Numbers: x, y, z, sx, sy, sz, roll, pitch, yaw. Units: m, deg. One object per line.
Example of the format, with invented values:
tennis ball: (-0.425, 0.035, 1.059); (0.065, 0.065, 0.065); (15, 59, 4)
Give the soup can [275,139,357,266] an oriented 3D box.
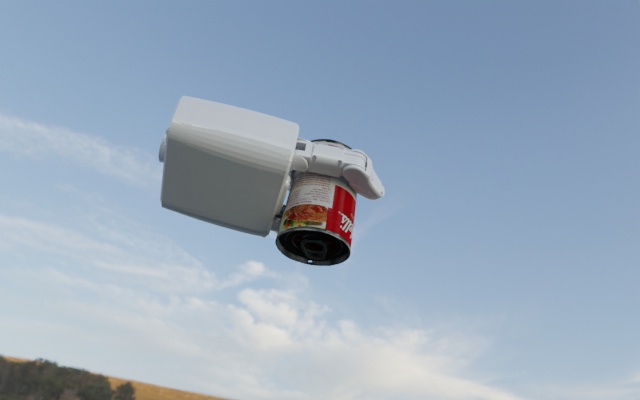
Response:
soup can: (0.001, 0.001, 0.452); (0.068, 0.102, 0.069); (7, -33, 4)
